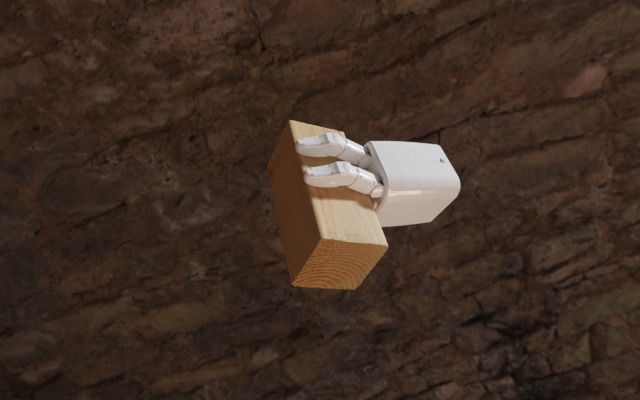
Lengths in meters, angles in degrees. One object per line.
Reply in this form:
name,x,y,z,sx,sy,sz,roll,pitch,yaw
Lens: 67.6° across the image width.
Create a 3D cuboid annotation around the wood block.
wood block,0.000,0.002,0.615,0.090,0.206,0.091,8,-47,-25
